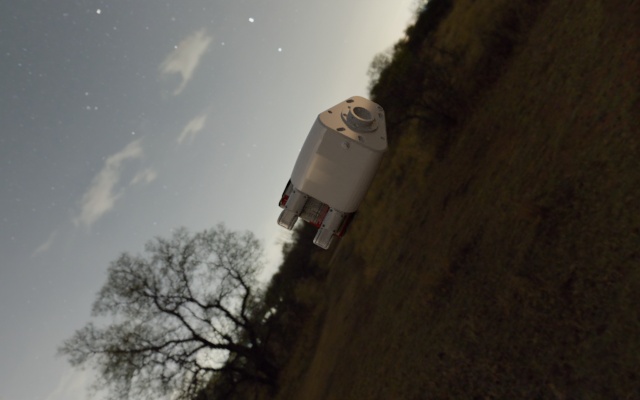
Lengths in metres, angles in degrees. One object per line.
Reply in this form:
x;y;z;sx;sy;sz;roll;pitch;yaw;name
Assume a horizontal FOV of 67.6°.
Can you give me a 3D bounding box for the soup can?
0.000;0.002;0.673;0.102;0.068;0.068;27;1;2;soup can
